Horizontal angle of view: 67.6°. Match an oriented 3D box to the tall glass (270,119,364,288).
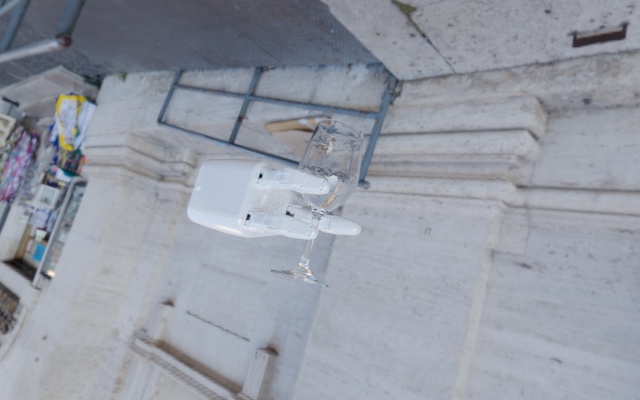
[{"bbox_3d":[0.000,0.003,0.600,0.079,0.201,0.079,15,-10,3],"label":"tall glass"}]
